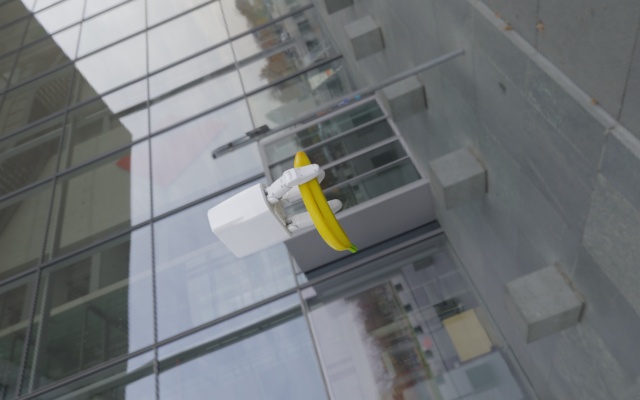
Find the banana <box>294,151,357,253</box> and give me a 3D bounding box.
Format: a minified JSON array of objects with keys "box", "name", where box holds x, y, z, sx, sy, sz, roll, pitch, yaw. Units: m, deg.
[{"box":[-0.002,0.006,0.794,0.037,0.198,0.069,-28,-4,12],"name":"banana"}]
